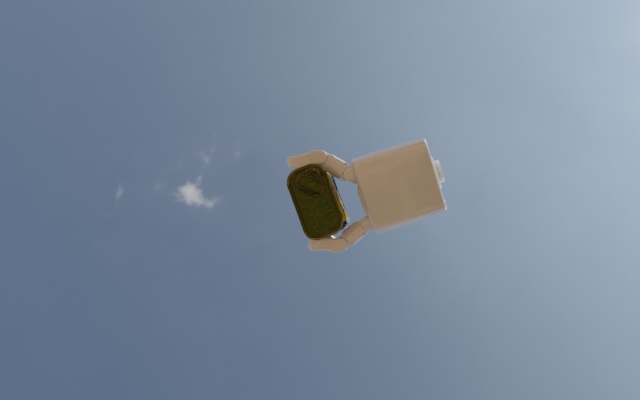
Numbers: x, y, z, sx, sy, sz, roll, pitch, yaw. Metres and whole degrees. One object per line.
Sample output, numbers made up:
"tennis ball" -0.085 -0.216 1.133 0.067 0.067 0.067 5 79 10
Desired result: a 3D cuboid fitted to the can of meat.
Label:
"can of meat" 0.000 0.002 0.684 0.057 0.102 0.084 -21 -5 10
